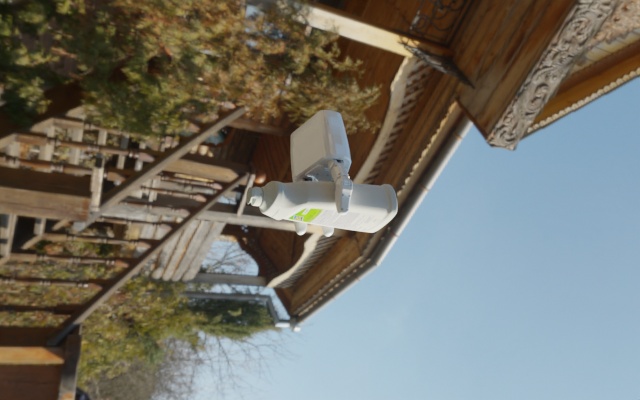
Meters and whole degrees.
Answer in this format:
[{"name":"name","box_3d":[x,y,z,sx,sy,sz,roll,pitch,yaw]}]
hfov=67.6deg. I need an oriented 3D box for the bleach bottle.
[{"name":"bleach bottle","box_3d":[0.000,0.003,0.819,0.251,0.068,0.103,8,-33,-25]}]
